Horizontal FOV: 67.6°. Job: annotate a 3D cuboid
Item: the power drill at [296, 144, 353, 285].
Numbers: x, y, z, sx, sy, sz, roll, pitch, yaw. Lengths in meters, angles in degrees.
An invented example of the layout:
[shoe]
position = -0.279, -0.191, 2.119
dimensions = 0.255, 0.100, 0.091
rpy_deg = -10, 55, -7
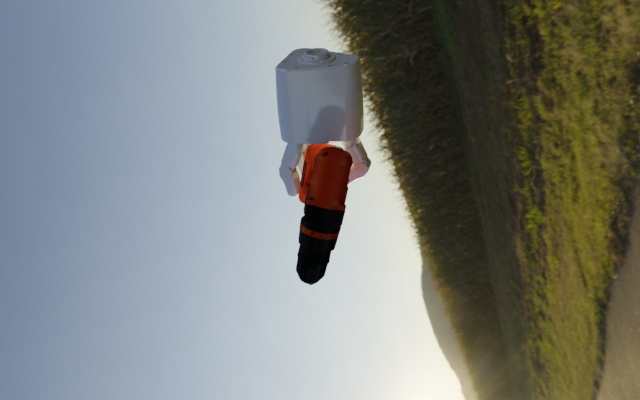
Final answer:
[power drill]
position = 0.000, 0.002, 0.674
dimensions = 0.057, 0.184, 0.187
rpy_deg = 11, 17, -8
